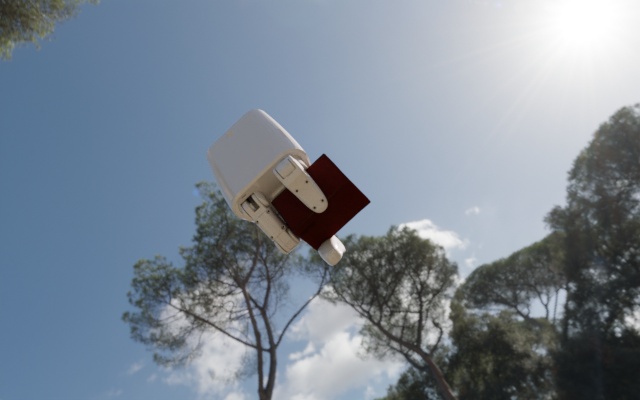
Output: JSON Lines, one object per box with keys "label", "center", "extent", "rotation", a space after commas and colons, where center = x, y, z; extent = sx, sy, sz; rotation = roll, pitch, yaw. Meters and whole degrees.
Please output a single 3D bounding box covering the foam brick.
{"label": "foam brick", "center": [0.000, 0.002, 0.492], "extent": [0.053, 0.078, 0.051], "rotation": [44, 5, -49]}
